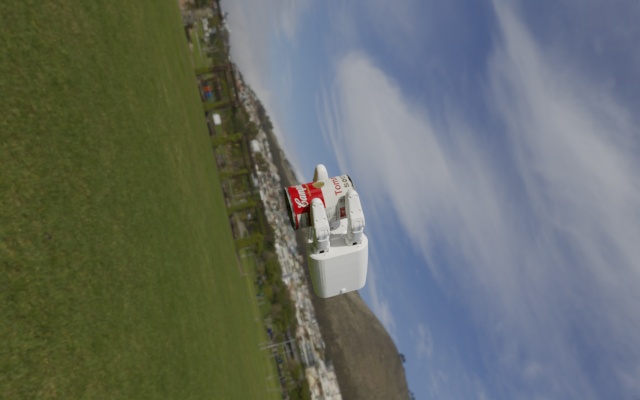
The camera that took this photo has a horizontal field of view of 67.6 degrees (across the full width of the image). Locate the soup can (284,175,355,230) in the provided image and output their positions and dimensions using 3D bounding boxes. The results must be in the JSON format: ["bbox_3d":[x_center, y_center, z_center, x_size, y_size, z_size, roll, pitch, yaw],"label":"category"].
[{"bbox_3d":[0.000,0.002,0.744,0.102,0.068,0.068,-13,2,-9],"label":"soup can"}]
